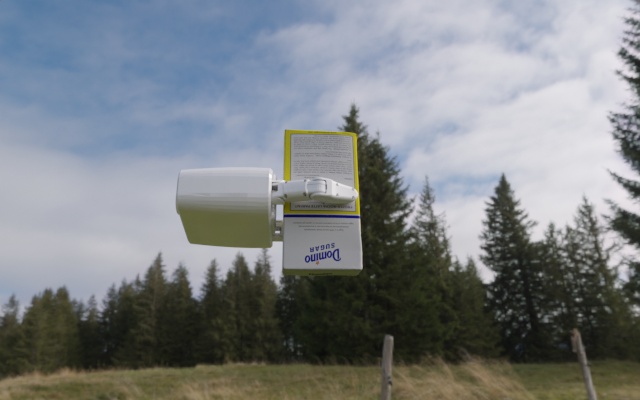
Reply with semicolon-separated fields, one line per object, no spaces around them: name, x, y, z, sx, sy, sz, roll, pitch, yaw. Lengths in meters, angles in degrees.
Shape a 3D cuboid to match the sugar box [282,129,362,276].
sugar box;0.000;0.002;0.582;0.093;0.176;0.048;2;-17;-5
